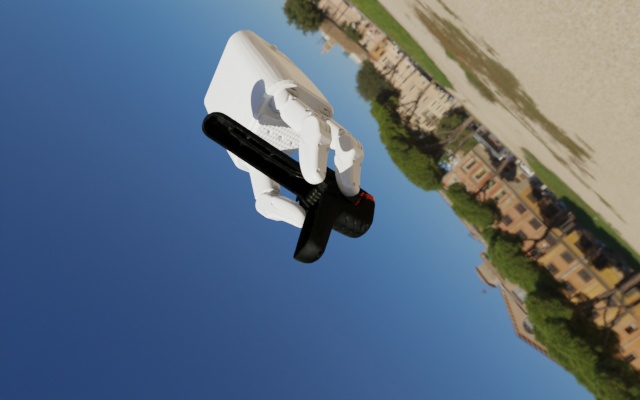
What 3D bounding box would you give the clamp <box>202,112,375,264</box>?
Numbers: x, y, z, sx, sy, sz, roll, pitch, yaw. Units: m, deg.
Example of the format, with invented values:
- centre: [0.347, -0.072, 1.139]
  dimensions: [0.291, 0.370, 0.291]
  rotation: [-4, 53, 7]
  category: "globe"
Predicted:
- centre: [0.000, 0.002, 0.449]
  dimensions: [0.210, 0.036, 0.164]
  rotation: [19, 30, -51]
  category: "clamp"
